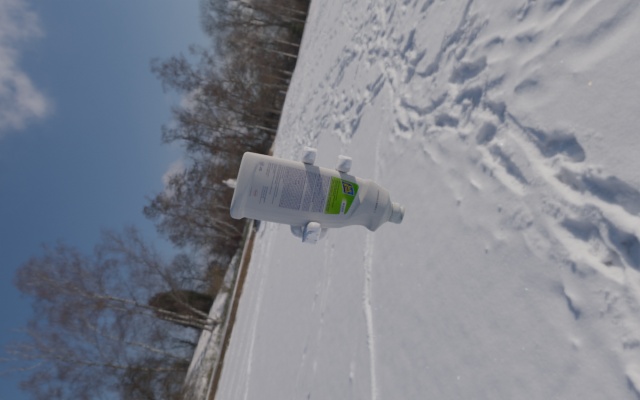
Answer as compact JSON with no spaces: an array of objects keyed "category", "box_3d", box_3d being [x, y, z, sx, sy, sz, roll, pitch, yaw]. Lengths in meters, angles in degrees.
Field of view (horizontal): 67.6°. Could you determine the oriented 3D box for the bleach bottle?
[{"category":"bleach bottle","box_3d":[0.000,0.002,0.713,0.251,0.102,0.068,13,-9,-5]}]
